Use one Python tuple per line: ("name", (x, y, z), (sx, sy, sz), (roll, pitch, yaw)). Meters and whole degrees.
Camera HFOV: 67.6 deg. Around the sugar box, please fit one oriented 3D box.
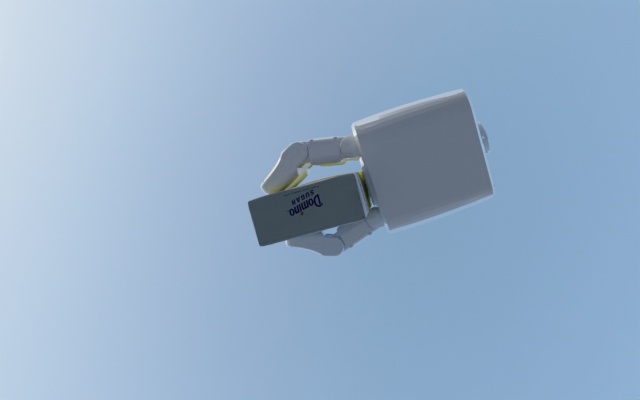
("sugar box", (0.000, 0.001, 0.465), (0.093, 0.048, 0.176), (-15, -1, 8))
